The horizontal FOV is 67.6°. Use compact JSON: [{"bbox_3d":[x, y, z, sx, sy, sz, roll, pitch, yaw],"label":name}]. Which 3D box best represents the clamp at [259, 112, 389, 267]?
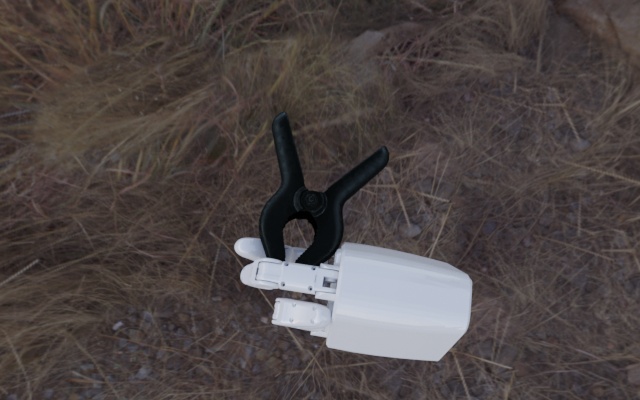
[{"bbox_3d":[0.000,0.001,0.454,0.120,0.171,0.039,9,-17,2],"label":"clamp"}]
